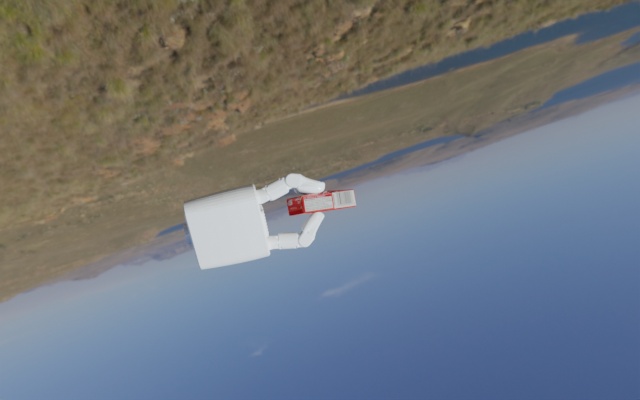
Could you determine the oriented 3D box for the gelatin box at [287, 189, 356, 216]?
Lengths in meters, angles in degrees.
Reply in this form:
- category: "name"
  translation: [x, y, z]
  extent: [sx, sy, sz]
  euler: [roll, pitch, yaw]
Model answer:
- category: "gelatin box"
  translation: [0.001, 0.003, 0.743]
  extent: [0.089, 0.030, 0.073]
  euler: [-8, -1, -21]
